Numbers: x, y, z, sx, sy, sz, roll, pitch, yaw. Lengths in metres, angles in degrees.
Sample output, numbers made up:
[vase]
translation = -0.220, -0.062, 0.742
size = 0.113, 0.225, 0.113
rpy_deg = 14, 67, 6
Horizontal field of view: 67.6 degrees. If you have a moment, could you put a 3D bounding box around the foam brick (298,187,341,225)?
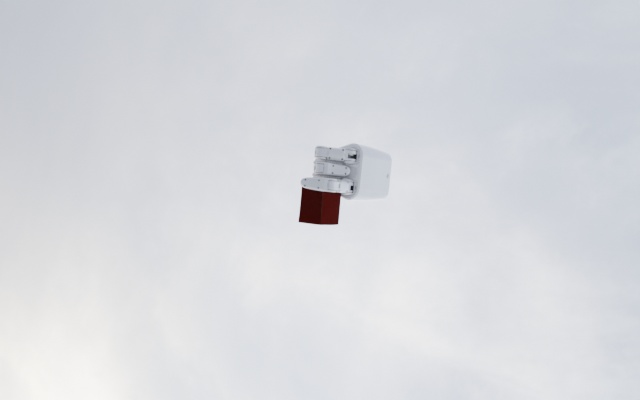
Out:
[foam brick]
translation = 0.000, 0.003, 0.832
size = 0.053, 0.078, 0.051
rpy_deg = 8, 3, 40
